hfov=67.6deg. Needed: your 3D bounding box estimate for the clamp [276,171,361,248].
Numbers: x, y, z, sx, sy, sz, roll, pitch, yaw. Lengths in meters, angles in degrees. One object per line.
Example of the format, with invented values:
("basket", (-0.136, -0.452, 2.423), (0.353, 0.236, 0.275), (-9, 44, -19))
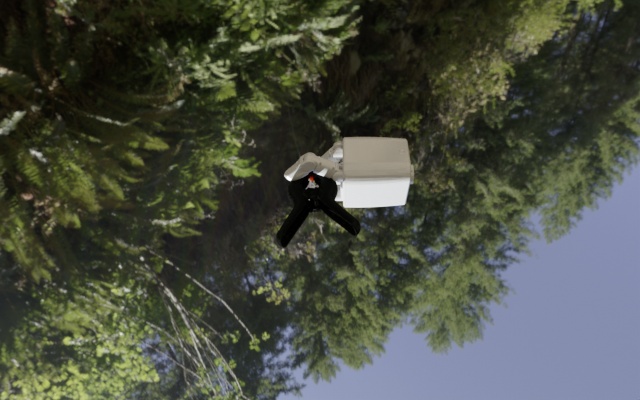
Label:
("clamp", (0.000, 0.003, 0.728), (0.120, 0.039, 0.171), (1, 45, 3))
